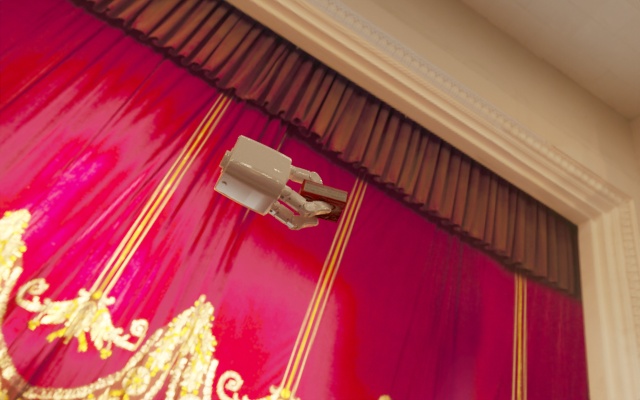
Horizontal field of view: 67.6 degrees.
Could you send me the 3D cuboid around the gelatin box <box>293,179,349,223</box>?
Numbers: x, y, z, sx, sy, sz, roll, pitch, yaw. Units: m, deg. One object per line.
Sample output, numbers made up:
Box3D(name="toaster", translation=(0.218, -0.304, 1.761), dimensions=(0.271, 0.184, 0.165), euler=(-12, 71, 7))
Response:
Box3D(name="gelatin box", translation=(0.001, 0.003, 0.894), dimensions=(0.089, 0.030, 0.073), euler=(15, -36, -6))
